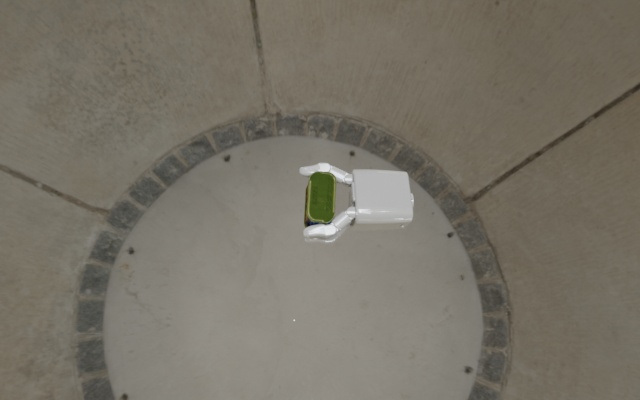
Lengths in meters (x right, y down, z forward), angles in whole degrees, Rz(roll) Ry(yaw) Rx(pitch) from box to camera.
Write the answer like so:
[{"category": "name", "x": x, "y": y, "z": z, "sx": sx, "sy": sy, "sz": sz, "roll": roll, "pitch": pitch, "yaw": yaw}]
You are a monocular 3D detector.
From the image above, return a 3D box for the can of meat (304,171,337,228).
[{"category": "can of meat", "x": 0.000, "y": 0.003, "z": 0.897, "sx": 0.057, "sy": 0.102, "sz": 0.084, "roll": 4, "pitch": -14, "yaw": -3}]
